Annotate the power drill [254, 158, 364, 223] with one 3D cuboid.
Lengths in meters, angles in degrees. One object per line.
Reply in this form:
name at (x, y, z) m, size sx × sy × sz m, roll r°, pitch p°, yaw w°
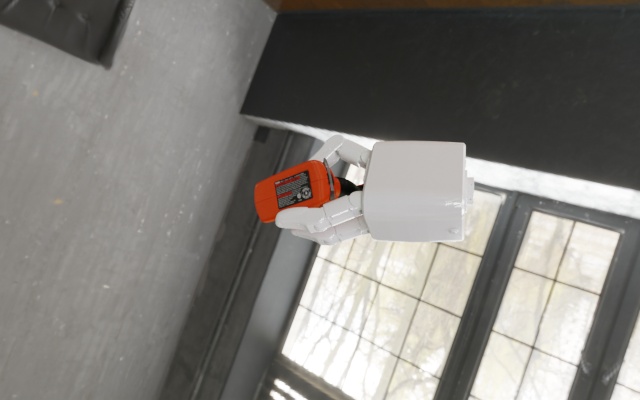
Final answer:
power drill at (0.000, 0.002, 0.640) m, size 0.184 × 0.057 × 0.187 m, roll -21°, pitch -16°, yaw 30°
